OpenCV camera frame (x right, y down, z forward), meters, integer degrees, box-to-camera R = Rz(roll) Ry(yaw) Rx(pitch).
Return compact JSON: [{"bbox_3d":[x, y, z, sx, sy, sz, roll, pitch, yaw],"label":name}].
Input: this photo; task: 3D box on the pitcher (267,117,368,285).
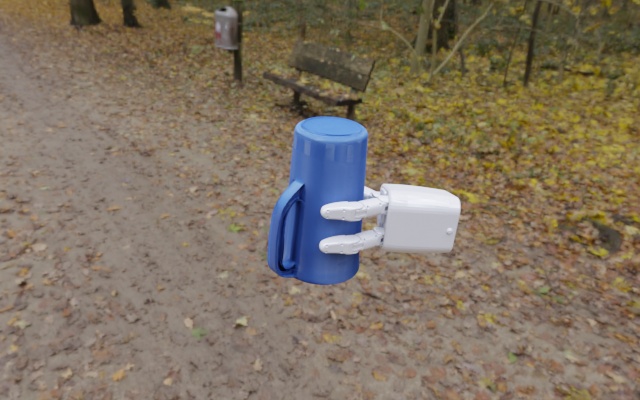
[{"bbox_3d":[0.000,0.002,0.738,0.145,0.243,0.149,5,26,1],"label":"pitcher"}]
